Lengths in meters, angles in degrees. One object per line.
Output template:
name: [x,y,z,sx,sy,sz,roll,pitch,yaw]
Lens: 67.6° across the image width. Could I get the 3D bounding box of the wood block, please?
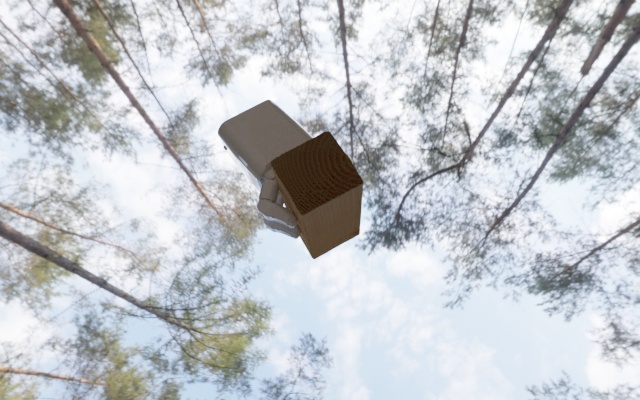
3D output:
wood block: [0.000,0.002,0.693,0.091,0.090,0.206,-29,-21,-8]
